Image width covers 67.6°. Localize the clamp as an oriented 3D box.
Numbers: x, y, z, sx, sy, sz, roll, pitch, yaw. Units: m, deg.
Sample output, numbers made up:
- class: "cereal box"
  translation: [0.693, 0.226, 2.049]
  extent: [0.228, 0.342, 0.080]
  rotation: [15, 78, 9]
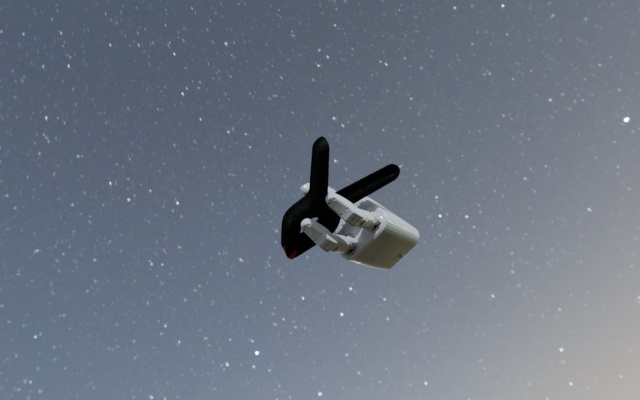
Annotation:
- class: "clamp"
  translation: [0.000, 0.002, 0.692]
  extent: [0.164, 0.210, 0.036]
  rotation: [23, 27, -44]
